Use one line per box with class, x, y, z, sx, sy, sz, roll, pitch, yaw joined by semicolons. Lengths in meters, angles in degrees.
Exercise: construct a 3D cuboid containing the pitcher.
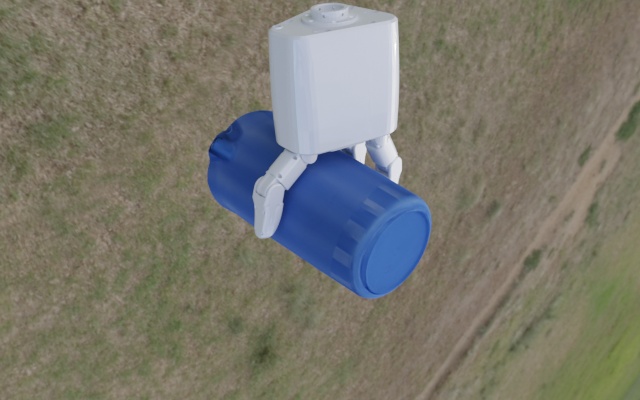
pitcher;0.000;0.002;0.523;0.149;0.145;0.242;-28;42;-31
